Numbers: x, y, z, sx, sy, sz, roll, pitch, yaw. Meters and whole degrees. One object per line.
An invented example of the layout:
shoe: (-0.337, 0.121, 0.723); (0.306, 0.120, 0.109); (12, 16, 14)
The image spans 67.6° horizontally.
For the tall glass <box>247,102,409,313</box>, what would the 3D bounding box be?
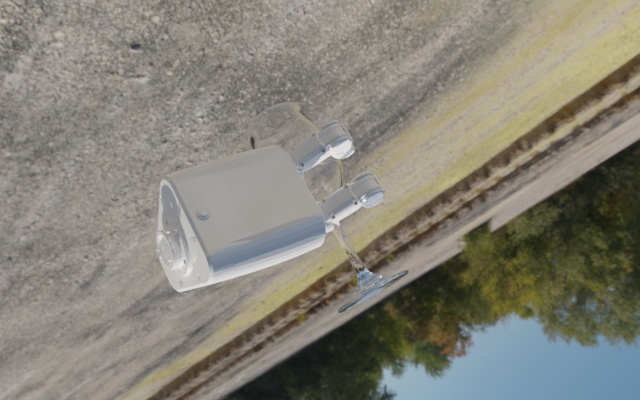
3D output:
tall glass: (0.000, 0.002, 0.462); (0.079, 0.201, 0.079); (-28, -16, -9)
